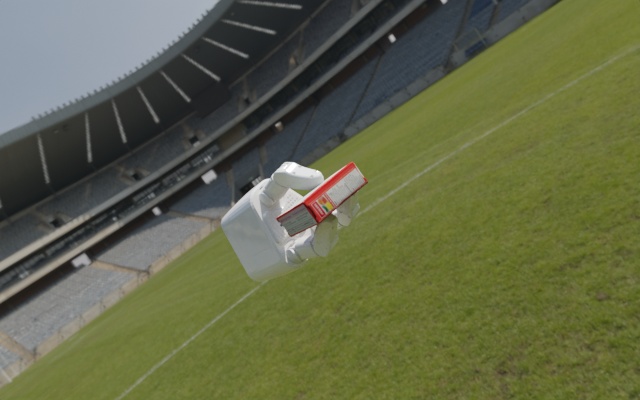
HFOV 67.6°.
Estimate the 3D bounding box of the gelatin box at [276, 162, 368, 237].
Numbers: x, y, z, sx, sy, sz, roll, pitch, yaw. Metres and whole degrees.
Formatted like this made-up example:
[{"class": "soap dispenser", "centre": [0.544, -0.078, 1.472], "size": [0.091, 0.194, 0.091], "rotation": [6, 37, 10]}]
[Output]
[{"class": "gelatin box", "centre": [0.000, 0.001, 0.507], "size": [0.073, 0.030, 0.089], "rotation": [-39, 3, -26]}]
